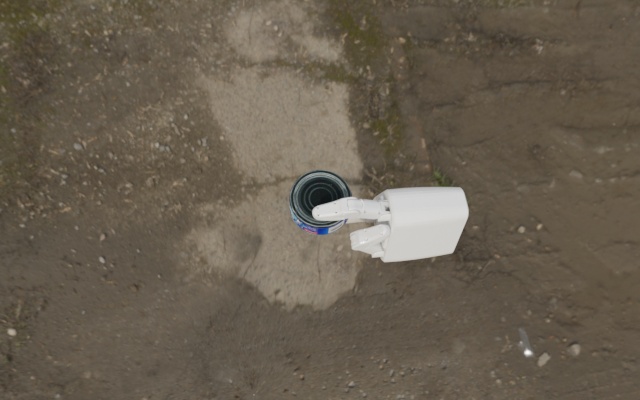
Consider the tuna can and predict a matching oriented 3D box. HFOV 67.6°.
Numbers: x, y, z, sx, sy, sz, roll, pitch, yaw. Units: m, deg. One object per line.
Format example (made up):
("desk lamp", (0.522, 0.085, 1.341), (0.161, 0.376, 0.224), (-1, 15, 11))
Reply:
("tuna can", (0.000, 0.002, 0.647), (0.086, 0.086, 0.034), (0, -21, -2))
